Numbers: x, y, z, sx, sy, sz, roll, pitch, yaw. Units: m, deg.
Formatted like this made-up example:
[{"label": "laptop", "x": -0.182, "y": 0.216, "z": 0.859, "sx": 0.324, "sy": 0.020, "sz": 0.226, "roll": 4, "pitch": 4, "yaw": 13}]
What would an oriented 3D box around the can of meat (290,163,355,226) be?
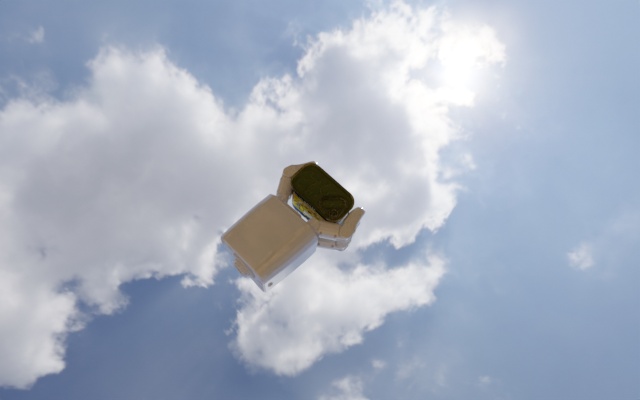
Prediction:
[{"label": "can of meat", "x": 0.000, "y": 0.003, "z": 0.760, "sx": 0.102, "sy": 0.057, "sz": 0.084, "roll": 41, "pitch": -20, "yaw": 13}]
